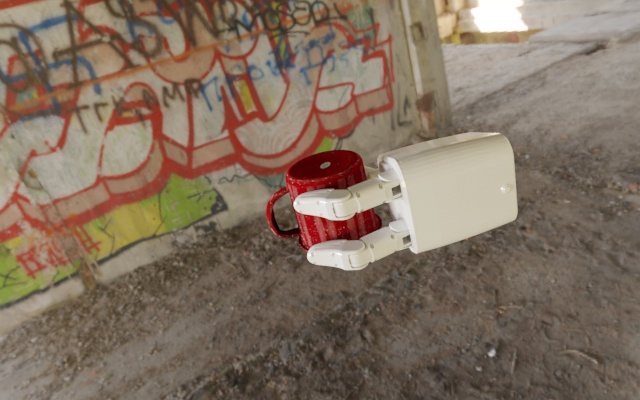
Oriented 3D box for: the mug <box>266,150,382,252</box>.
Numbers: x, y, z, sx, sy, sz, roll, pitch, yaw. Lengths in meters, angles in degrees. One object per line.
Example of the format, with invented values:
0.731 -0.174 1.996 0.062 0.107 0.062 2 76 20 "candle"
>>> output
-0.001 0.002 0.500 0.117 0.081 0.093 -17 25 -3 "mug"
